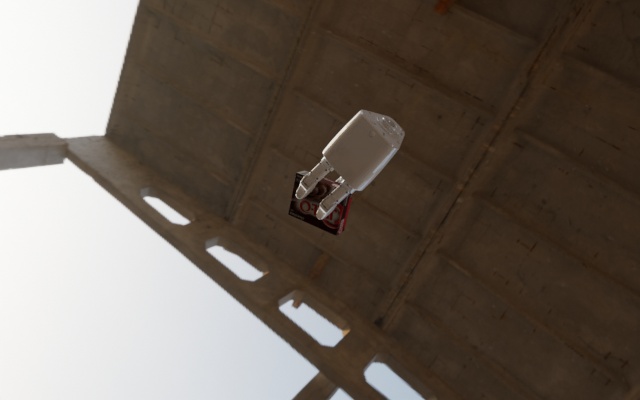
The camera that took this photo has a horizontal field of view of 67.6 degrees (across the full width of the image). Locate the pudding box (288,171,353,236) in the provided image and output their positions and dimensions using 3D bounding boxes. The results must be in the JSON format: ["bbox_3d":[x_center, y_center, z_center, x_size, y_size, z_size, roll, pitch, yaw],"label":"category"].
[{"bbox_3d":[0.000,0.003,0.899,0.113,0.090,0.039,23,24,25],"label":"pudding box"}]
